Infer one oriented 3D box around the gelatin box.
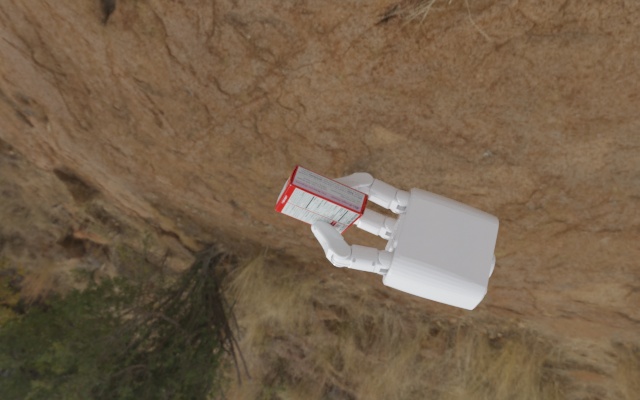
[{"bbox_3d":[0.000,0.002,0.545,0.089,0.030,0.073,22,-28,-9],"label":"gelatin box"}]
